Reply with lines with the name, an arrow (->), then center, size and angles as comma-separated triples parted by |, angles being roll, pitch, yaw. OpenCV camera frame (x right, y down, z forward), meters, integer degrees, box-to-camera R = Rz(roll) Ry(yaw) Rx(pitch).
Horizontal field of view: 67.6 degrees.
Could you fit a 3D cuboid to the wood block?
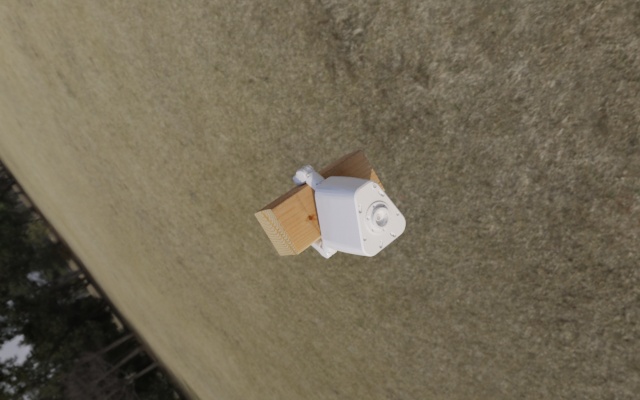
wood block -> 0.000, 0.003, 0.853 | 0.206, 0.091, 0.090 | -34, 8, -25
